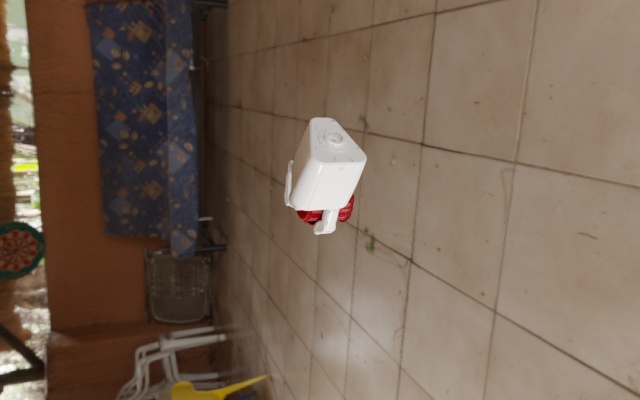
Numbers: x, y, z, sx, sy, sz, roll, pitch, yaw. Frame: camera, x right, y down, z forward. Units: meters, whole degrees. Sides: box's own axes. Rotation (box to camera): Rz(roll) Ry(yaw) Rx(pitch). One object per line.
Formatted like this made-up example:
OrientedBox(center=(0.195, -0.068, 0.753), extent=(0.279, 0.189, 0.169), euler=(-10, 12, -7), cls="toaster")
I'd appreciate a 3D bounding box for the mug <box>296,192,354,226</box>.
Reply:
OrientedBox(center=(0.000, 0.004, 0.867), extent=(0.081, 0.093, 0.117), euler=(-2, -41, -24), cls="mug")
